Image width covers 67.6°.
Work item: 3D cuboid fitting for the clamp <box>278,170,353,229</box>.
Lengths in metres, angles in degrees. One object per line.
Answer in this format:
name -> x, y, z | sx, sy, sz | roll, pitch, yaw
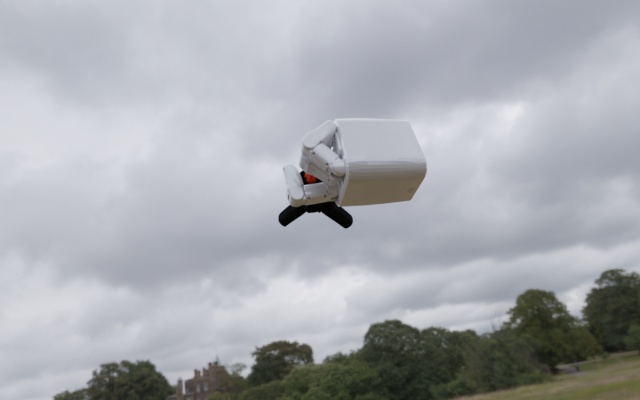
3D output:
clamp -> 0.000, 0.002, 0.718 | 0.120, 0.039, 0.171 | 0, -24, -8
